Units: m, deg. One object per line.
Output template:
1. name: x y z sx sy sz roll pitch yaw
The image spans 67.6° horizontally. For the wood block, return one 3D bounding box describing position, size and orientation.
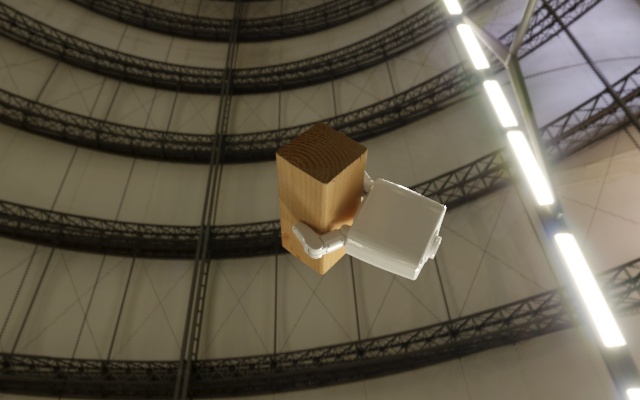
1. wood block: 0.000 0.003 0.702 0.090 0.206 0.090 33 55 25
